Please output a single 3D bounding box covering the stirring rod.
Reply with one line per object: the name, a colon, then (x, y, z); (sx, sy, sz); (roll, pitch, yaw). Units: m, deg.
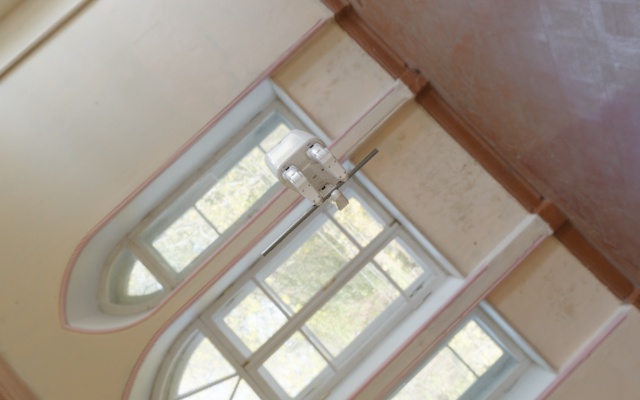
stirring rod: (0.000, 0.002, 0.739); (0.239, 0.011, 0.011); (-43, 3, -3)
